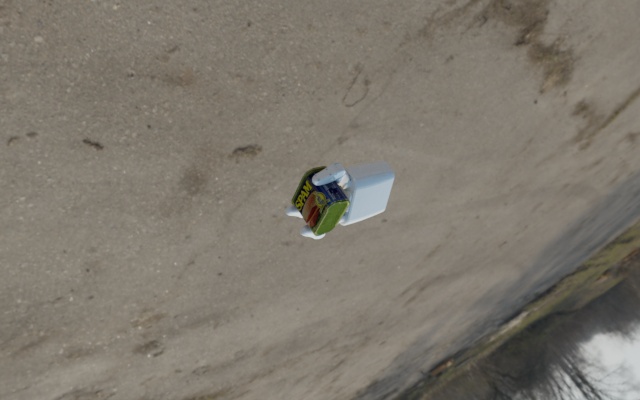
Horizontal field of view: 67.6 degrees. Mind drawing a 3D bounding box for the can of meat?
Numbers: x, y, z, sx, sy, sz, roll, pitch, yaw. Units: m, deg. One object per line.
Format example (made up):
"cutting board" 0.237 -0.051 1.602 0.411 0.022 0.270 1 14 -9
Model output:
"can of meat" 0.000 0.003 0.873 0.057 0.084 0.102 -13 -33 -36
